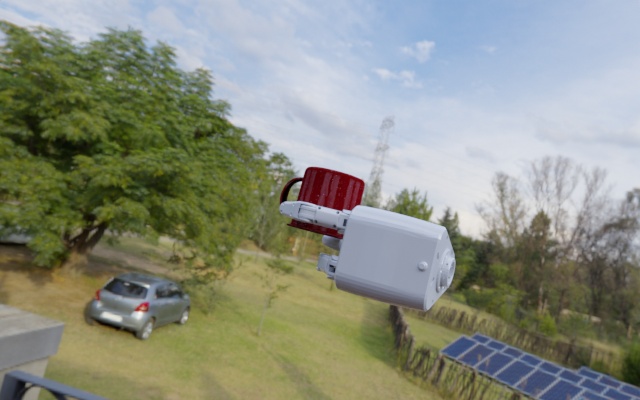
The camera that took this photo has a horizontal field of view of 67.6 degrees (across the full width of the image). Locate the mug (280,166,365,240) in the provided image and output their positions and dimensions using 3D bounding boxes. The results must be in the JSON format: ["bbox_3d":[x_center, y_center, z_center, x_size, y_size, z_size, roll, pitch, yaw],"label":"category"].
[{"bbox_3d":[-0.001,0.002,0.629,0.117,0.081,0.093,13,-4,27],"label":"mug"}]
